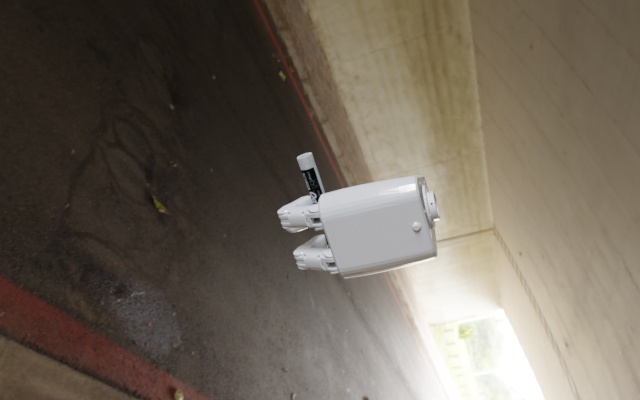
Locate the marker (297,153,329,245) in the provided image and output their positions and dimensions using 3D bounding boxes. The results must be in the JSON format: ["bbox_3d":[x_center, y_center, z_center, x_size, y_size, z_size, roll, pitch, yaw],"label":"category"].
[{"bbox_3d":[0.000,0.002,0.572,0.020,0.121,0.020,-17,17,5],"label":"marker"}]
